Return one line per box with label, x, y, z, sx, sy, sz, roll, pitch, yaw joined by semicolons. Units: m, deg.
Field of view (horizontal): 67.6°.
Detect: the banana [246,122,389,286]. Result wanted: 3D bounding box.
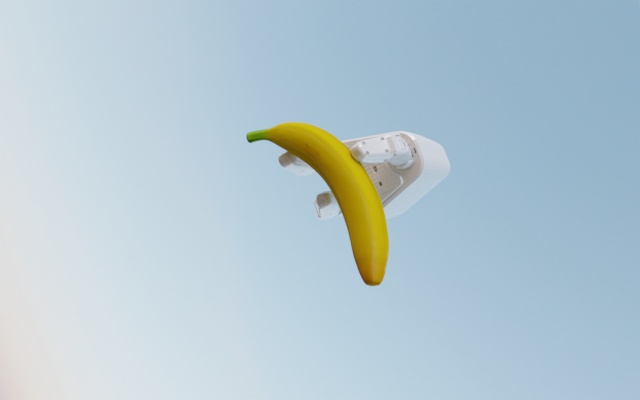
banana;0.012;-0.013;0.446;0.069;0.197;0.037;-42;-24;3
